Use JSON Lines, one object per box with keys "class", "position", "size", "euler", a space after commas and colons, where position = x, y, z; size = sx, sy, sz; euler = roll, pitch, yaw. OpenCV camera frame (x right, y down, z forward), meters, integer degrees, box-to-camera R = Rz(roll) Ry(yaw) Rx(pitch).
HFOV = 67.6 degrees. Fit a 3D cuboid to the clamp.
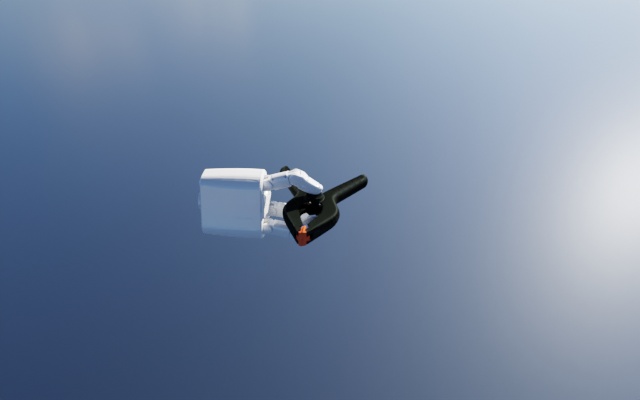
{"class": "clamp", "position": [0.000, 0.002, 0.815], "size": [0.164, 0.036, 0.209], "euler": [2, 34, 3]}
